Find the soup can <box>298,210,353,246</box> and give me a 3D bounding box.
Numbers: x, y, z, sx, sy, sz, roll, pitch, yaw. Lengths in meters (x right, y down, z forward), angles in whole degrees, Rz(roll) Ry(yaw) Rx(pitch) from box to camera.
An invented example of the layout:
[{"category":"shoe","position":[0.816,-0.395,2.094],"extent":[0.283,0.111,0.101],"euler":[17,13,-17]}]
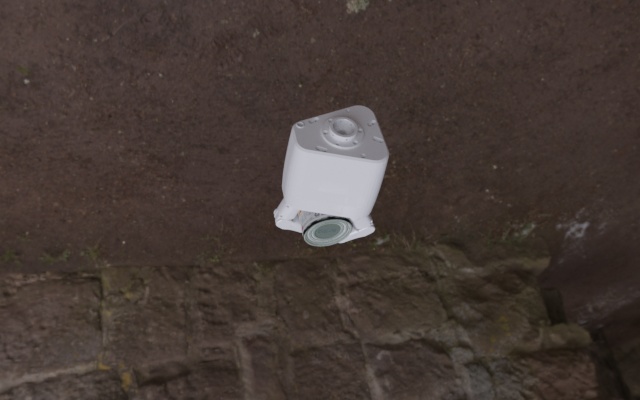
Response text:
[{"category":"soup can","position":[0.000,0.003,0.648],"extent":[0.068,0.102,0.069],"euler":[-10,-34,-7]}]
